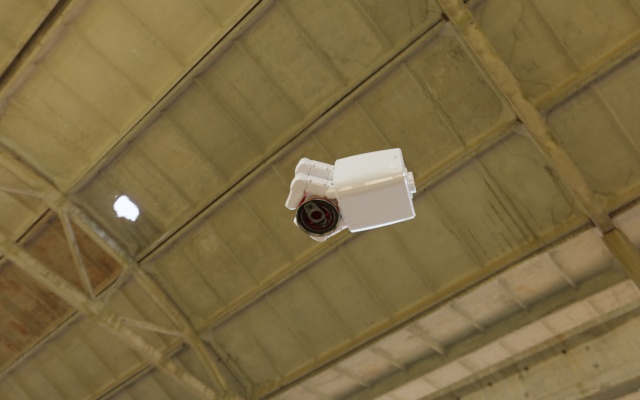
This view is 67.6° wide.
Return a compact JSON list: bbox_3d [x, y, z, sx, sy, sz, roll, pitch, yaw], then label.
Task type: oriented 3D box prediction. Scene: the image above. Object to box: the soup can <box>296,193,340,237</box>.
[{"bbox_3d":[0.000,0.003,0.771,0.068,0.068,0.102,0,30,6],"label":"soup can"}]
